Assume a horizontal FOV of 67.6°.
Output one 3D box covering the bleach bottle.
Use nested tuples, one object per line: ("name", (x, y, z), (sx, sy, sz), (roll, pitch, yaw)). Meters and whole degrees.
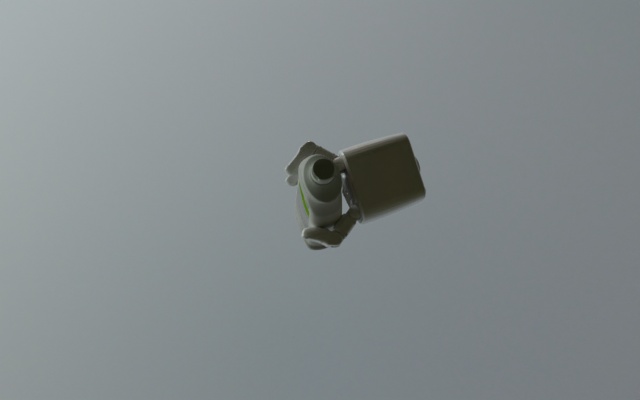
("bleach bottle", (0.000, 0.002, 0.717), (0.068, 0.102, 0.251), (-19, -14, -8))
